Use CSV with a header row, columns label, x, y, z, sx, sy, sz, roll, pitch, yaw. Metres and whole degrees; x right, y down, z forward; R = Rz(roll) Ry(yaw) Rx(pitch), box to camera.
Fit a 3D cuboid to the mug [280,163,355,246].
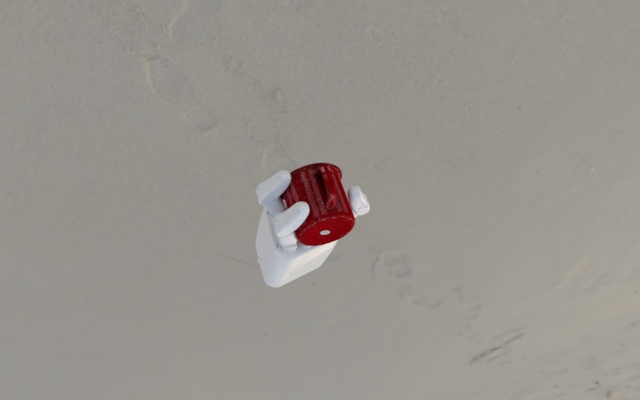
label,x,y,z,sx,sy,sz,roll,pitch,yaw
mug,0.001,0.001,0.634,0.093,0.081,0.117,-7,-31,-21
